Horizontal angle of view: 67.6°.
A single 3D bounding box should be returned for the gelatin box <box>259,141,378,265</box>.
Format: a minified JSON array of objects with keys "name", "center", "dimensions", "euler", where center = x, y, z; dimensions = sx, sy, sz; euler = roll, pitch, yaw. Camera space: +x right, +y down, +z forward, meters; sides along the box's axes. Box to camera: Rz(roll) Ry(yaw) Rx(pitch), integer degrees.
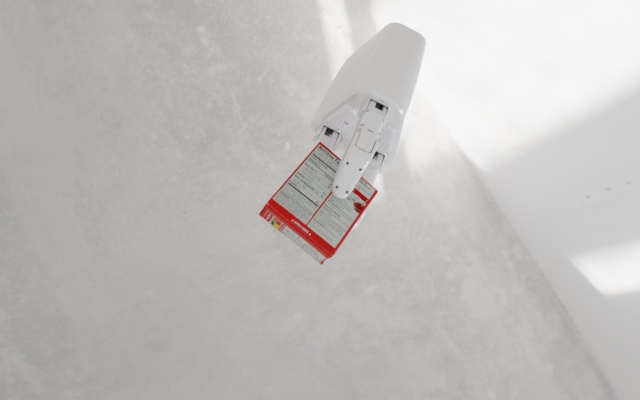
[{"name":"gelatin box","center":[0.000,0.001,0.435],"dimensions":[0.073,0.089,0.030],"euler":[39,-32,-2]}]
